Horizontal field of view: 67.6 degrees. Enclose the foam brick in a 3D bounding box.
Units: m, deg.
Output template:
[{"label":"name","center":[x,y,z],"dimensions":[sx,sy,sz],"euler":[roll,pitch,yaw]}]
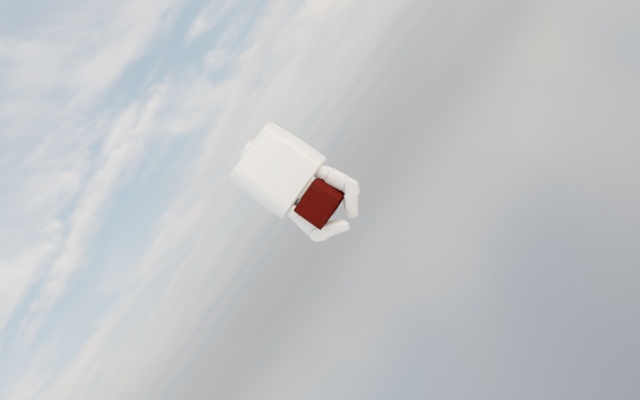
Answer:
[{"label":"foam brick","center":[0.000,0.002,0.719],"dimensions":[0.051,0.053,0.078],"euler":[36,14,1]}]
